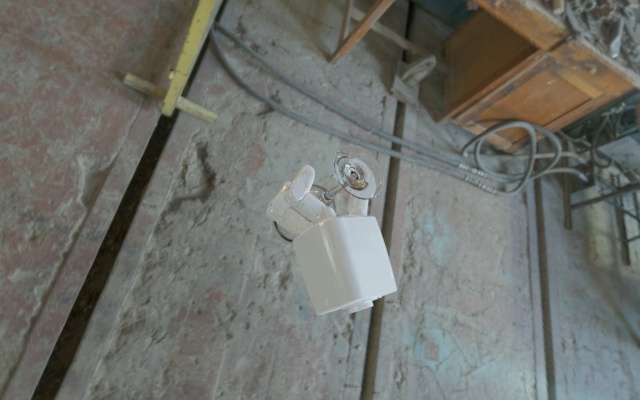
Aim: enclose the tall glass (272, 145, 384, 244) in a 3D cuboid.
[{"bbox_3d":[0.000,0.002,0.667,0.079,0.079,0.201,0,-22,-31],"label":"tall glass"}]
